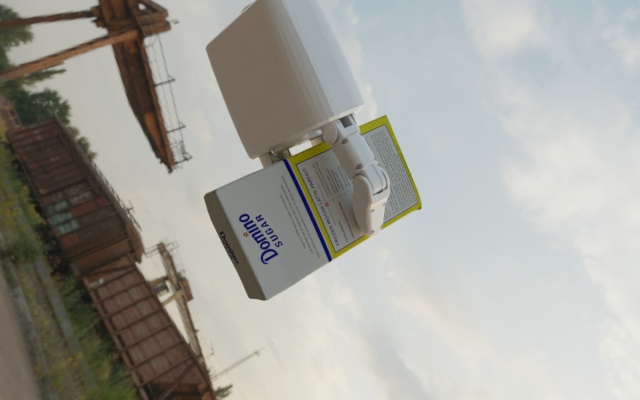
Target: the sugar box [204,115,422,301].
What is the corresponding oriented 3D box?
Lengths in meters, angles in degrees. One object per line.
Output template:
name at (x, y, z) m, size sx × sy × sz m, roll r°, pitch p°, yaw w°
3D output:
sugar box at (0.000, 0.001, 0.405) m, size 0.176 × 0.093 × 0.048 m, roll -26°, pitch 6°, yaw -27°
